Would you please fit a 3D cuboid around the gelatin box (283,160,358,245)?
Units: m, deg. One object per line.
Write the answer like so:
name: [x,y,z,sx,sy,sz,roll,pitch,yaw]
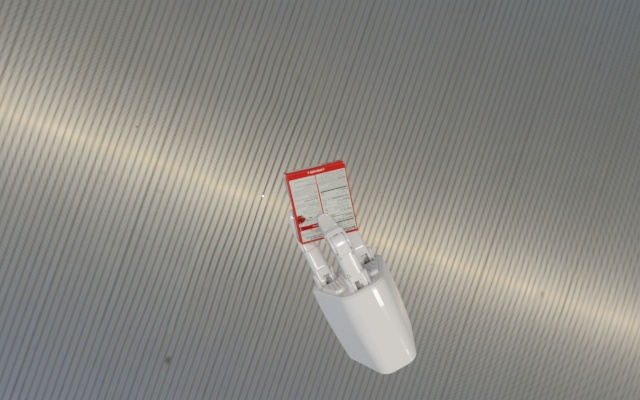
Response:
gelatin box: [0.000,0.002,0.577,0.073,0.089,0.030,-14,12,-9]
